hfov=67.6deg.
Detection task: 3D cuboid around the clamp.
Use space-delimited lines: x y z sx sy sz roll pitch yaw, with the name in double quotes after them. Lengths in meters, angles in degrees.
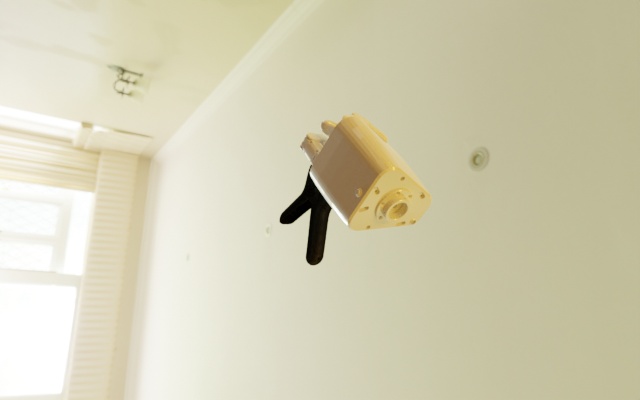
0.001 0.002 0.666 0.039 0.171 0.120 4 37 -38 "clamp"
